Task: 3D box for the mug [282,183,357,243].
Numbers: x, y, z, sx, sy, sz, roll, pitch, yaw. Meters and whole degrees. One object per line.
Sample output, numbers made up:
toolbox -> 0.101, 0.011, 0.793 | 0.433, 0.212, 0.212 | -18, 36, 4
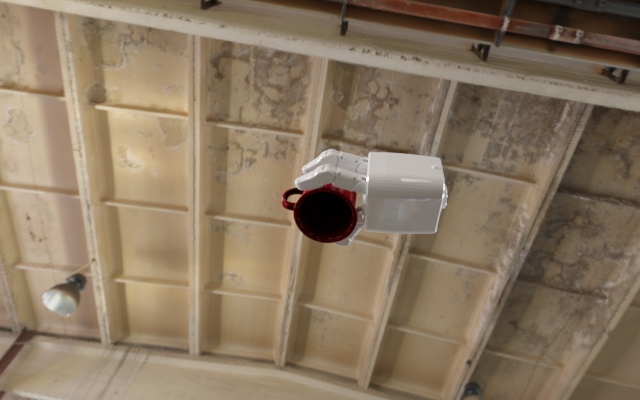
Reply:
mug -> -0.001, 0.002, 0.722 | 0.117, 0.093, 0.081 | 5, 31, 6
